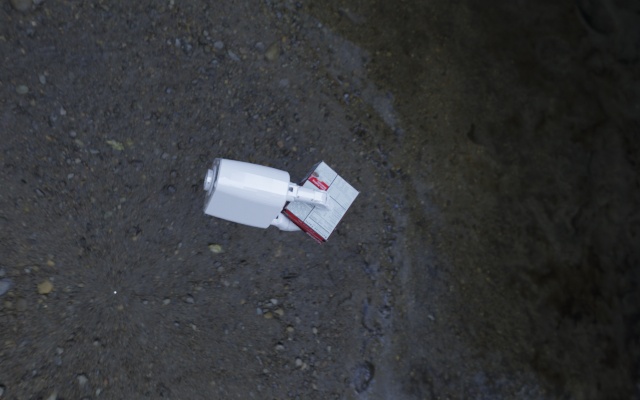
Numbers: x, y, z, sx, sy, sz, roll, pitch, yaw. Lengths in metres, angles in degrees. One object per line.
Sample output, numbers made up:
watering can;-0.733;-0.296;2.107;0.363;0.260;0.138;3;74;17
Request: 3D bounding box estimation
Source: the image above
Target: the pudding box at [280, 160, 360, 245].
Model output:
pudding box;0.000;0.003;0.799;0.090;0.113;0.039;40;-21;-10
